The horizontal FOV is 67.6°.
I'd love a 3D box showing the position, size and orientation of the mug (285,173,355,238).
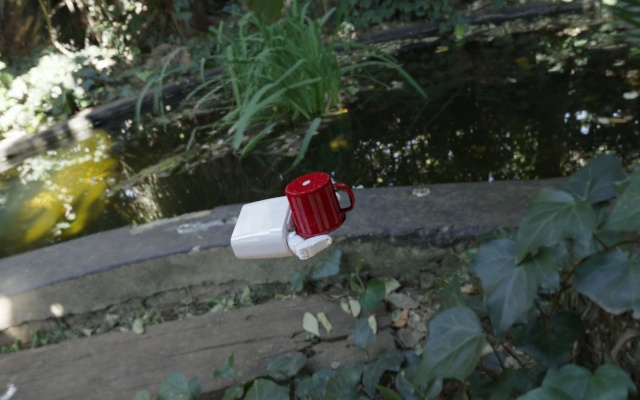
[{"bbox_3d":[0.001,0.002,0.812,0.117,0.081,0.093,-10,25,18],"label":"mug"}]
